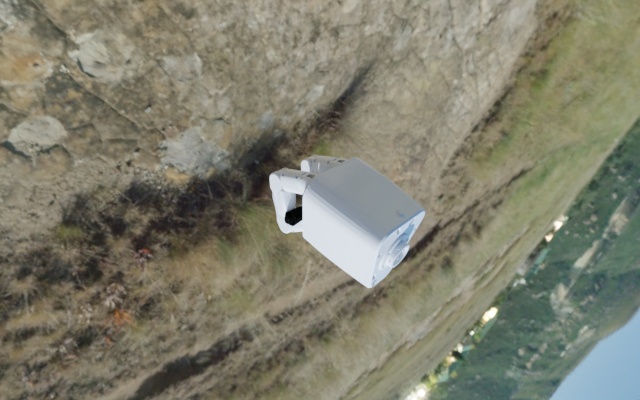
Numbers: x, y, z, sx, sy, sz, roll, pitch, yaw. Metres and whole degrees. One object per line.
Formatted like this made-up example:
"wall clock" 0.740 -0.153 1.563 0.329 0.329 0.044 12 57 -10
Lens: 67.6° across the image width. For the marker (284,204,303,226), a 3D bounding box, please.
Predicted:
"marker" 0.000 0.002 0.603 0.020 0.020 0.121 0 21 45
